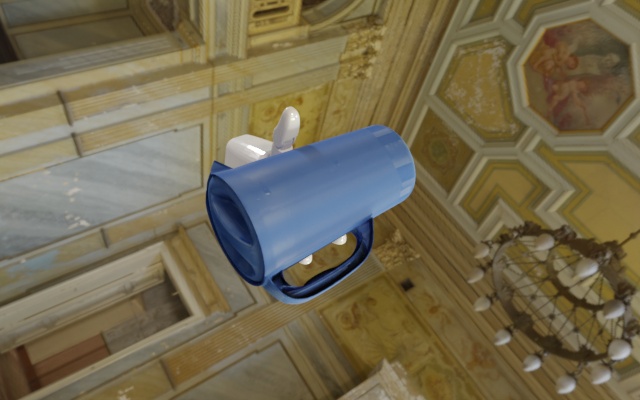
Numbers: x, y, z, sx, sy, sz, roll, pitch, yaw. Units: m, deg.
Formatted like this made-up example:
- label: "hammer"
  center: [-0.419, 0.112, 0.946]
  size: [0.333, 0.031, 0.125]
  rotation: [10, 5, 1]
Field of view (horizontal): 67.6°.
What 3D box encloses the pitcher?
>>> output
- label: "pitcher"
  center: [0.000, 0.002, 0.573]
  size: [0.243, 0.149, 0.145]
  rotation: [-24, 30, -28]
